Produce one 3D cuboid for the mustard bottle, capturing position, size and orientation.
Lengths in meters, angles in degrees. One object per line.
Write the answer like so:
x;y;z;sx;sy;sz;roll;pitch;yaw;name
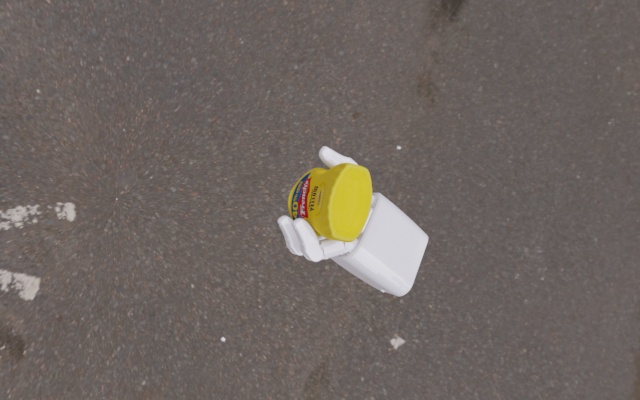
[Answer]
0.000;0.002;0.658;0.058;0.096;0.191;12;-4;-23;mustard bottle
